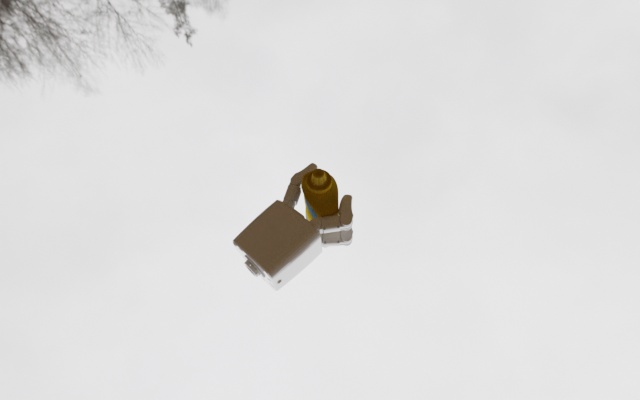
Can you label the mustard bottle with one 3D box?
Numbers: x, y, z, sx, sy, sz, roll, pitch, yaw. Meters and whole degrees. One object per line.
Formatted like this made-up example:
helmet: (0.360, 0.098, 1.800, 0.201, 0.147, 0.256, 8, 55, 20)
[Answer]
mustard bottle: (0.000, 0.003, 0.820, 0.058, 0.096, 0.192, -18, -27, -6)
